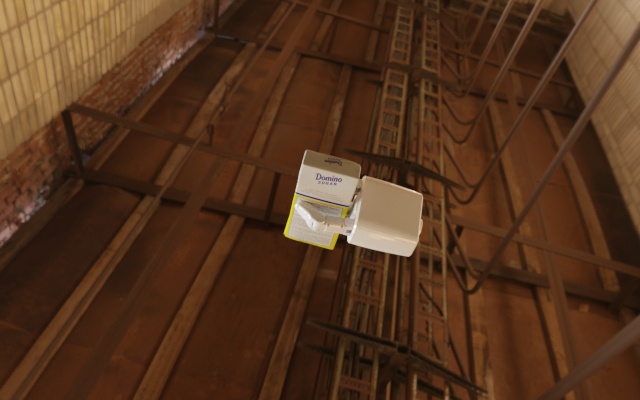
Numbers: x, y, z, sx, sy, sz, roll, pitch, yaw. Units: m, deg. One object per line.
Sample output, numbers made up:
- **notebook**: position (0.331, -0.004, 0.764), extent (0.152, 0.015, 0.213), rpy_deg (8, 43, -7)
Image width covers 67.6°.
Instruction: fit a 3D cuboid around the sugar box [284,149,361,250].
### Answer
- **sugar box**: position (0.000, 0.002, 0.800), extent (0.093, 0.176, 0.048), rpy_deg (15, 42, -3)
